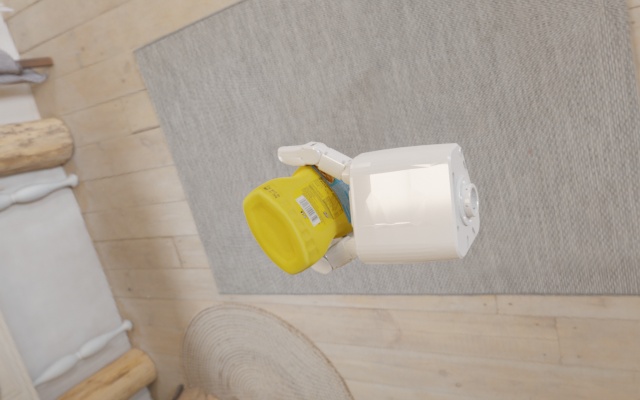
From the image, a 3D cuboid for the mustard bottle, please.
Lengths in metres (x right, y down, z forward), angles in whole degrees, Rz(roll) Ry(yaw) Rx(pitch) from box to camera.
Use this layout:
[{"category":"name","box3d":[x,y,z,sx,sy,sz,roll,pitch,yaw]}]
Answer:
[{"category":"mustard bottle","box3d":[0.000,0.002,0.548,0.058,0.096,0.191,-35,-1,36]}]
